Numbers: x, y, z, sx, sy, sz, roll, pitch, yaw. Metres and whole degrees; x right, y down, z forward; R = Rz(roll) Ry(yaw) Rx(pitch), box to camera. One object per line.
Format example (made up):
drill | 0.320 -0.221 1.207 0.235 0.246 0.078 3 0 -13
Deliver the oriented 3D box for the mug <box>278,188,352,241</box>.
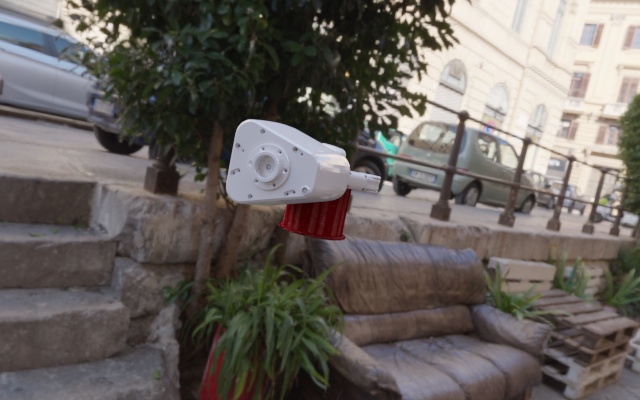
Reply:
mug | 0.001 0.002 0.656 0.093 0.081 0.117 14 6 16
